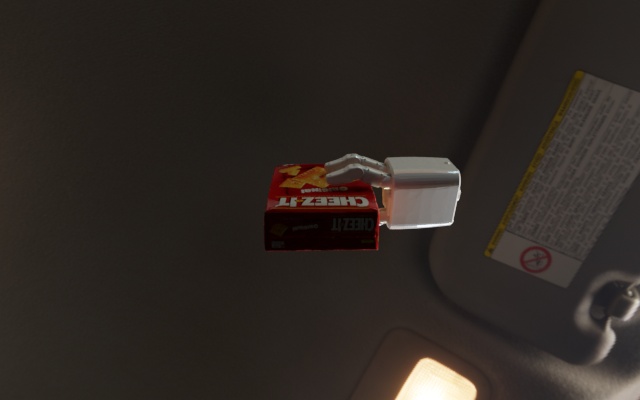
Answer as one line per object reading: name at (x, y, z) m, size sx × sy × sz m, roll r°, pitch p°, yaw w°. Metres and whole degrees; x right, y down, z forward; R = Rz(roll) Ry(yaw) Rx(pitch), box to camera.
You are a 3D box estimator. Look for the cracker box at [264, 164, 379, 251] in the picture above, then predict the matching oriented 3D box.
cracker box at (0.000, 0.003, 0.767) m, size 0.164 × 0.072 × 0.213 m, roll -1°, pitch 22°, yaw -1°
